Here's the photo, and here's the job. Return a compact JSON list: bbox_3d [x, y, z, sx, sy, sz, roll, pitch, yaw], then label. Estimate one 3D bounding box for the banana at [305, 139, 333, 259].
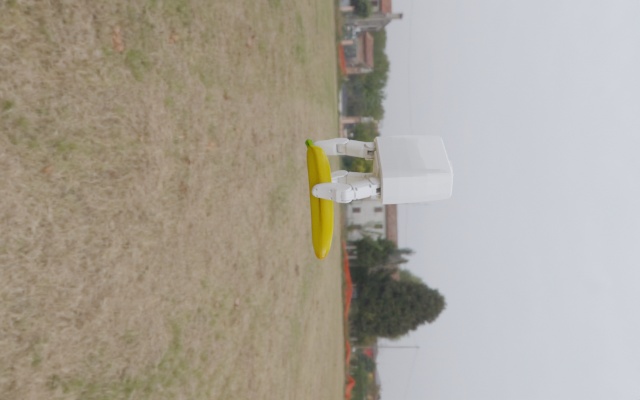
[{"bbox_3d":[0.001,0.000,0.754,0.037,0.198,0.069,-4,4,-2],"label":"banana"}]
